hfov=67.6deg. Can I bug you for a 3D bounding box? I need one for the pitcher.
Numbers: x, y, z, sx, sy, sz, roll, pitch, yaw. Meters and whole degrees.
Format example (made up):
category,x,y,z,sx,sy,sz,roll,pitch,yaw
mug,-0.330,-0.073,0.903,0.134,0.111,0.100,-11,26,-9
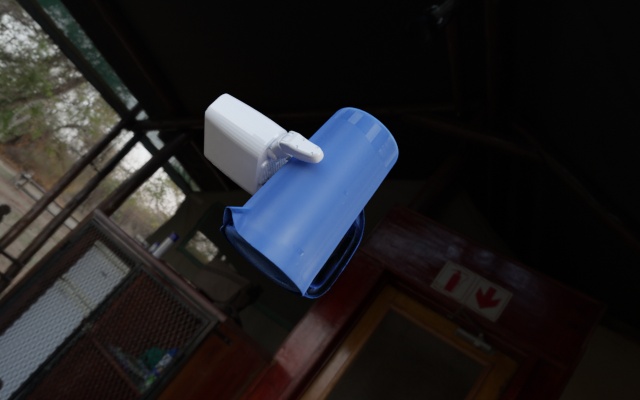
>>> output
category,x,y,z,sx,sy,sz,roll,pitch,yaw
pitcher,0.000,0.002,0.635,0.145,0.242,0.149,35,-19,13
